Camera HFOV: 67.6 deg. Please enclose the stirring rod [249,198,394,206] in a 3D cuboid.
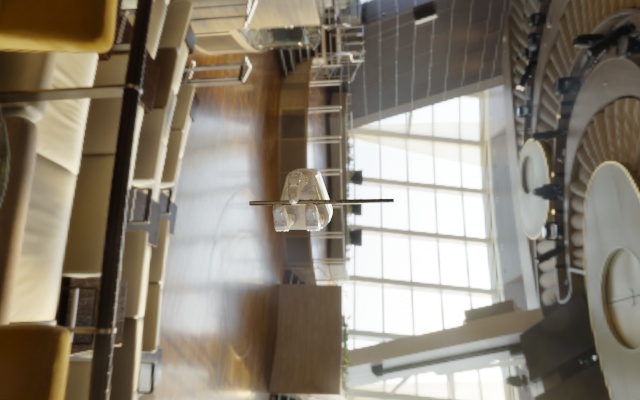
[{"bbox_3d":[0.000,0.003,0.789,0.239,0.011,0.011,-1,0,7],"label":"stirring rod"}]
